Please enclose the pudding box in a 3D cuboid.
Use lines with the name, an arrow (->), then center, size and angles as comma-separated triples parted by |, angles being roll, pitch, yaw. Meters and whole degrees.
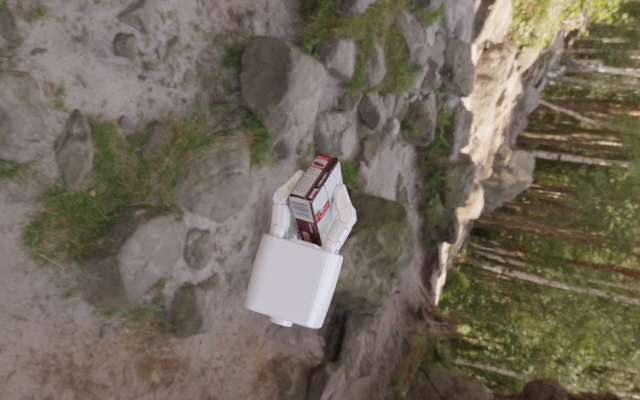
pudding box -> 0.000, 0.002, 0.699 | 0.039, 0.090, 0.114 | 17, -35, 22
